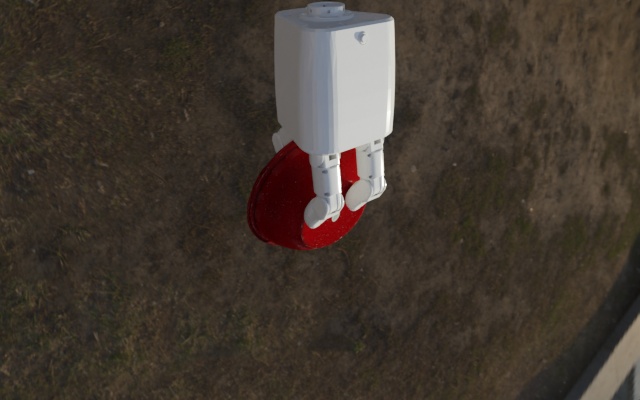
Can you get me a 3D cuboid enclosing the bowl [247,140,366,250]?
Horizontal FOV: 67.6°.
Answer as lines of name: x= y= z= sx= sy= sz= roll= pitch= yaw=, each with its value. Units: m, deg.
bowl: x=0.000 y=0.003 z=0.539 sx=0.162 sy=0.162 sz=0.055 roll=0 pitch=35 yaw=-46
